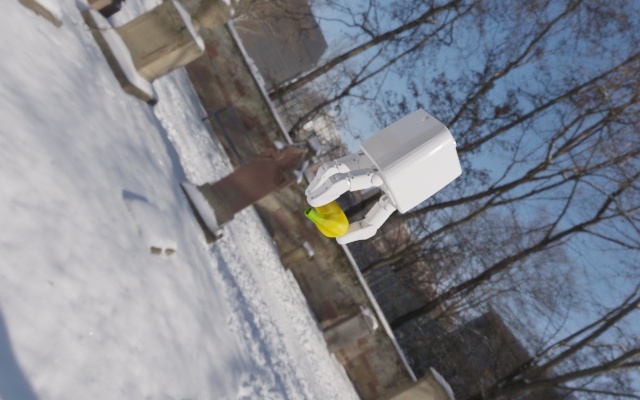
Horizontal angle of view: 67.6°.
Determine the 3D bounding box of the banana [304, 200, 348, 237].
[{"bbox_3d":[0.011,0.018,0.712,0.037,0.069,0.198,-36,7,4],"label":"banana"}]
